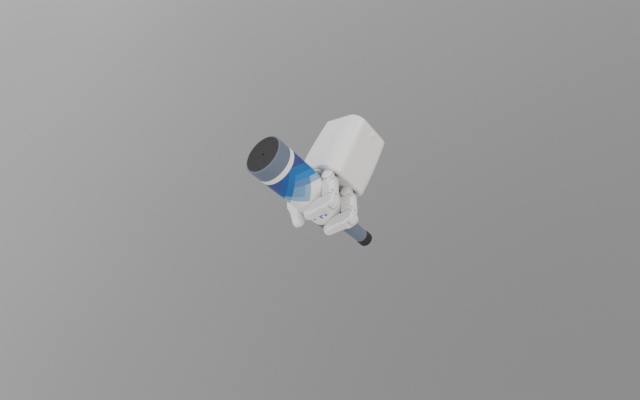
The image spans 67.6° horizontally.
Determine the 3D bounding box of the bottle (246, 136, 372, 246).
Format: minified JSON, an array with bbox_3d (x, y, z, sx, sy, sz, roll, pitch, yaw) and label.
[{"bbox_3d":[0.000,0.003,0.801,0.069,0.069,0.296,0,-29,42],"label":"bottle"}]
